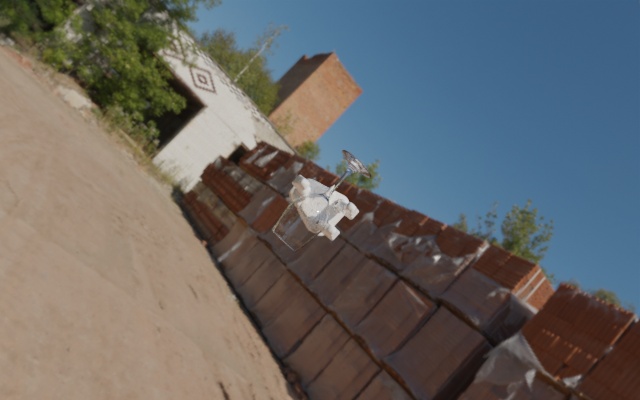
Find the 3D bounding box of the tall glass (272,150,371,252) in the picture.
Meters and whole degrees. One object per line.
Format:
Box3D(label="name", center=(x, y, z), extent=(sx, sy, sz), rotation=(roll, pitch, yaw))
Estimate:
Box3D(label="tall glass", center=(0.001, 0.002, 0.888), extent=(0.079, 0.201, 0.079), rotation=(43, -6, 5))
